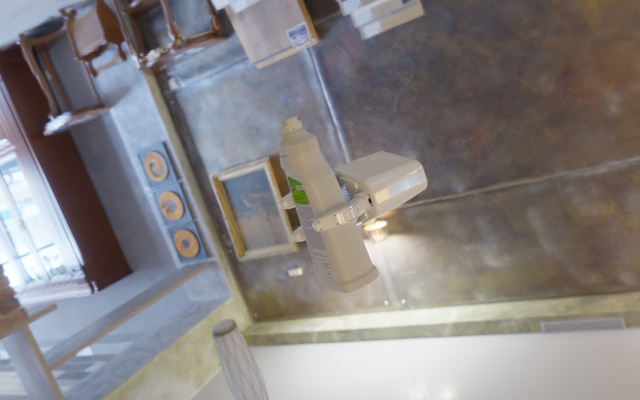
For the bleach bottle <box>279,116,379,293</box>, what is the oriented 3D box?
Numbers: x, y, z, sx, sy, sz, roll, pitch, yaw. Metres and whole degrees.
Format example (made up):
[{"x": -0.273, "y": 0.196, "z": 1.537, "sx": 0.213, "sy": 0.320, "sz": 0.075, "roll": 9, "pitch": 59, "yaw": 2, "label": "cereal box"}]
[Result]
[{"x": 0.000, "y": 0.002, "z": 0.681, "sx": 0.068, "sy": 0.251, "sz": 0.102, "roll": -25, "pitch": 11, "yaw": -26, "label": "bleach bottle"}]
